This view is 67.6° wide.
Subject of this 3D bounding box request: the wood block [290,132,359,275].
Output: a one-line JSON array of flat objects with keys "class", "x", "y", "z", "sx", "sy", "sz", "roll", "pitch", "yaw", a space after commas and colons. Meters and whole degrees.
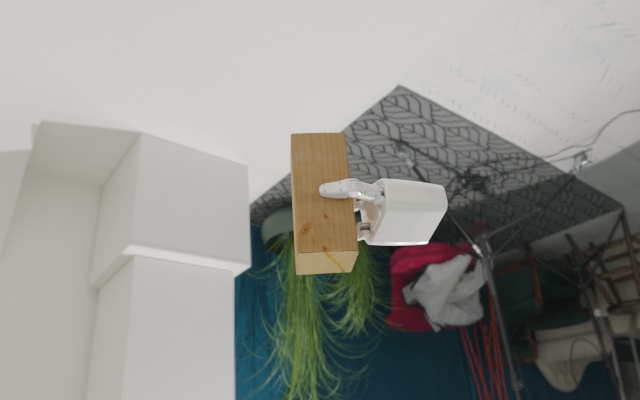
[{"class": "wood block", "x": 0.001, "y": 0.002, "z": 0.755, "sx": 0.090, "sy": 0.206, "sz": 0.091, "roll": -2, "pitch": -28, "yaw": -6}]
